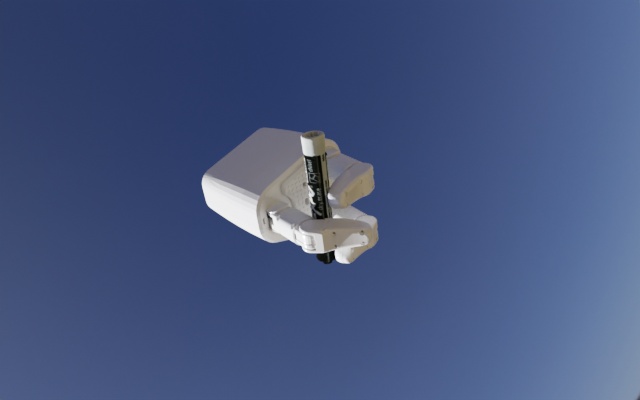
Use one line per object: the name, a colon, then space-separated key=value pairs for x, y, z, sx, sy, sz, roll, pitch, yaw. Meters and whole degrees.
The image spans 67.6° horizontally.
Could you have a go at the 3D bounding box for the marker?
marker: x=0.000 y=0.001 z=0.403 sx=0.020 sy=0.121 sz=0.020 roll=-6 pitch=27 yaw=3
